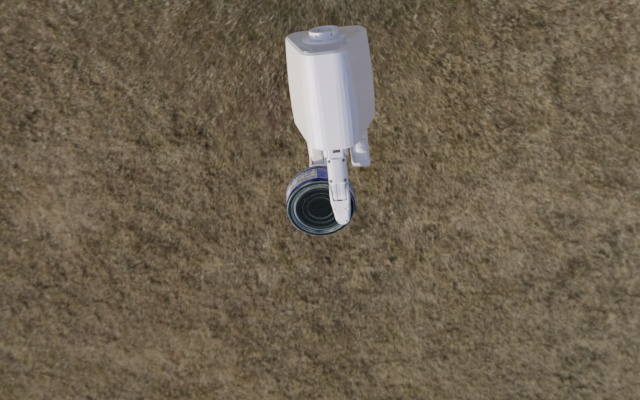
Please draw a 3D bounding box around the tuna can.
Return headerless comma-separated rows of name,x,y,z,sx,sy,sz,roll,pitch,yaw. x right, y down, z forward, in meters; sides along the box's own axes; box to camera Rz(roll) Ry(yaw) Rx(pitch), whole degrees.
tuna can,0.000,0.002,0.590,0.086,0.086,0.033,0,35,-2
